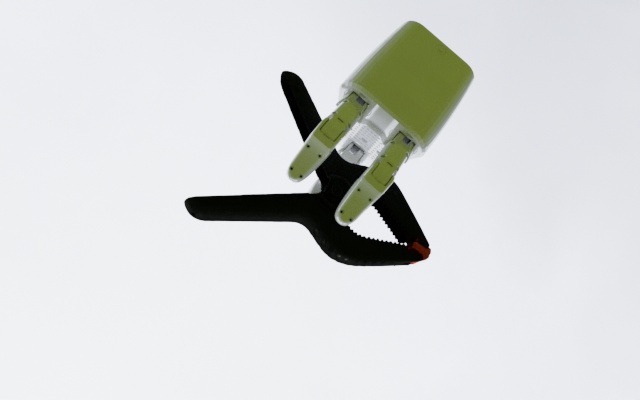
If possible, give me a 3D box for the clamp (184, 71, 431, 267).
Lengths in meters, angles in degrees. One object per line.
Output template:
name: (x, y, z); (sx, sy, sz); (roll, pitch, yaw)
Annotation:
clamp: (0.000, 0.002, 0.424); (0.210, 0.164, 0.036); (40, -21, -1)
